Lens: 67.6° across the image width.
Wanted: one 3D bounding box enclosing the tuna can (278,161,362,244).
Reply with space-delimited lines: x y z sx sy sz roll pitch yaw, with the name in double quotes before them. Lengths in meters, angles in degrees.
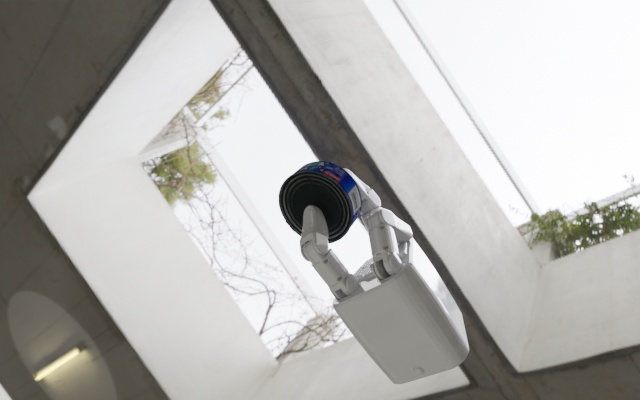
"tuna can" 0.000 0.001 0.513 0.086 0.086 0.033 0 26 27
